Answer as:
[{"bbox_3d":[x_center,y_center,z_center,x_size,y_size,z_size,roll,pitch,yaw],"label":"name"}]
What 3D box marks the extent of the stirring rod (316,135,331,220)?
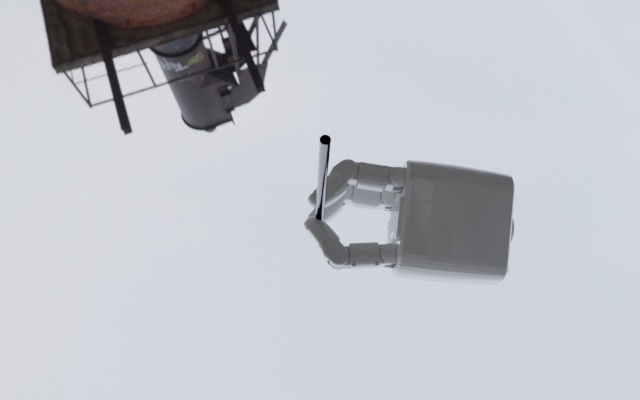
[{"bbox_3d":[0.000,0.001,0.439,0.011,0.011,0.240,0,-21,-2],"label":"stirring rod"}]
